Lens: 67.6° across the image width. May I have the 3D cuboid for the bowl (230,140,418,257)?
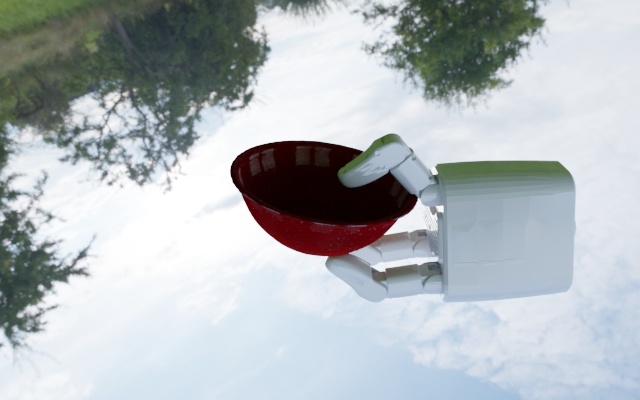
[{"bbox_3d":[-0.001,0.001,0.421,0.162,0.055,0.162,8,28,-4],"label":"bowl"}]
